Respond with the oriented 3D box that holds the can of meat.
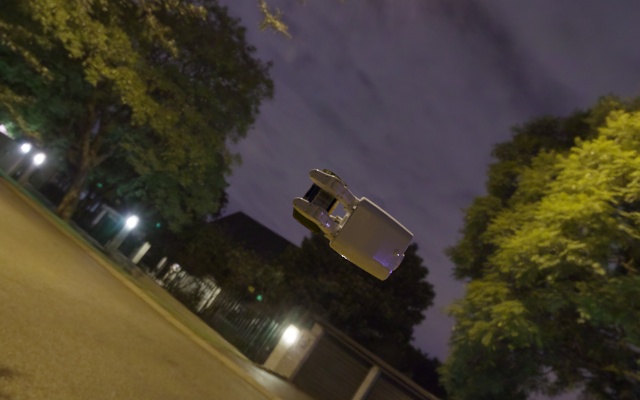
[{"bbox_3d":[0.000,0.002,0.815,0.057,0.084,0.102,35,-14,4],"label":"can of meat"}]
